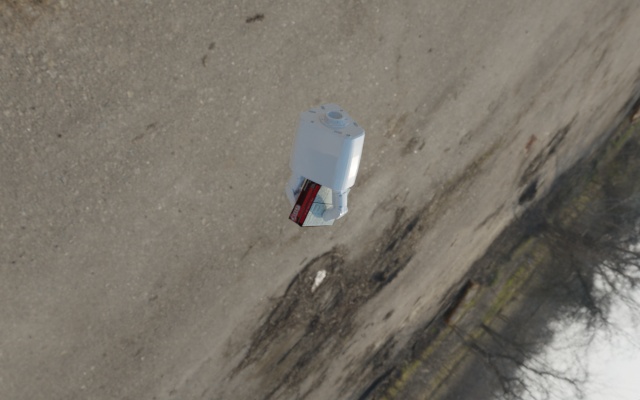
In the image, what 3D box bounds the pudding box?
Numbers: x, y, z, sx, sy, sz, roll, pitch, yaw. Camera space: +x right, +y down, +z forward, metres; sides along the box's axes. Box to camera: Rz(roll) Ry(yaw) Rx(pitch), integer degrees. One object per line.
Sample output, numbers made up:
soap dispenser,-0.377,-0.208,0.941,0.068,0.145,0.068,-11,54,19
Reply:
pudding box,0.000,0.003,0.892,0.039,0.090,0.113,35,17,30
